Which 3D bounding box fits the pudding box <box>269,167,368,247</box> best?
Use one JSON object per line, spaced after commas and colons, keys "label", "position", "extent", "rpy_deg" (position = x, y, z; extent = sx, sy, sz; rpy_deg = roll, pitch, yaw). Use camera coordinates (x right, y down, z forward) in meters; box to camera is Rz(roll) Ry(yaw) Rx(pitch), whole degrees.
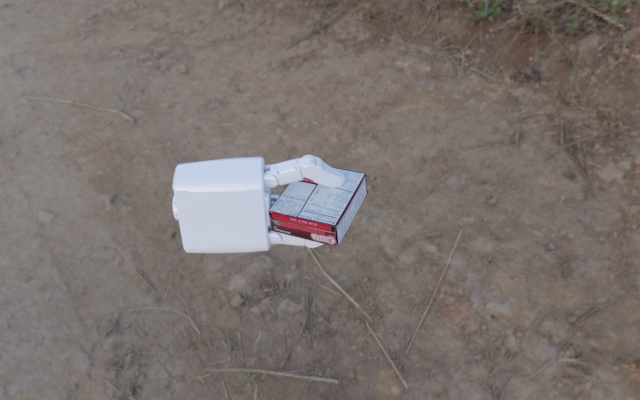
{"label": "pudding box", "position": [0.000, 0.002, 0.599], "extent": [0.090, 0.039, 0.113], "rpy_deg": [13, 44, 20]}
